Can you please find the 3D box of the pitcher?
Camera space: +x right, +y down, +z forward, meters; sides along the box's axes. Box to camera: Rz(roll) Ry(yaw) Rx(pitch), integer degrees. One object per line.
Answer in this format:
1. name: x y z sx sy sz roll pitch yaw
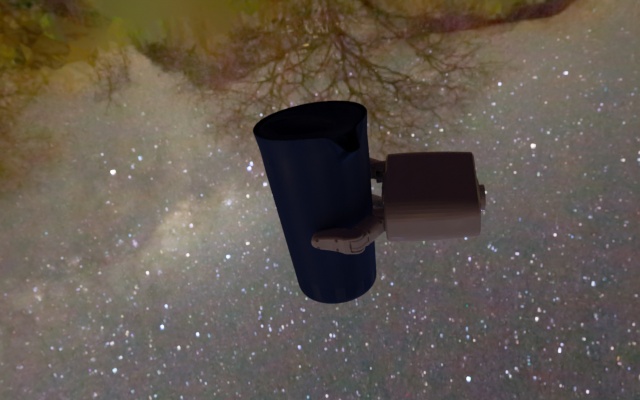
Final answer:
1. pitcher: 0.000 0.002 0.609 0.145 0.243 0.149 -3 28 13
